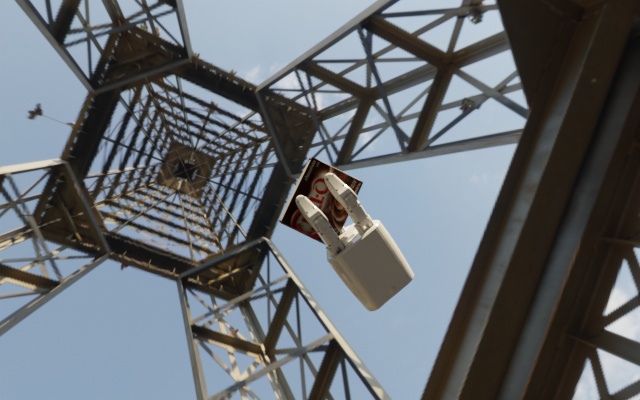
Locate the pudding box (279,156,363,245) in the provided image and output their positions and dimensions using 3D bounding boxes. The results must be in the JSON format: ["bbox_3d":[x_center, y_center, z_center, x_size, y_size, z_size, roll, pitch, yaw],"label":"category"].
[{"bbox_3d":[0.000,0.002,0.732,0.090,0.113,0.039,26,-6,-12],"label":"pudding box"}]
